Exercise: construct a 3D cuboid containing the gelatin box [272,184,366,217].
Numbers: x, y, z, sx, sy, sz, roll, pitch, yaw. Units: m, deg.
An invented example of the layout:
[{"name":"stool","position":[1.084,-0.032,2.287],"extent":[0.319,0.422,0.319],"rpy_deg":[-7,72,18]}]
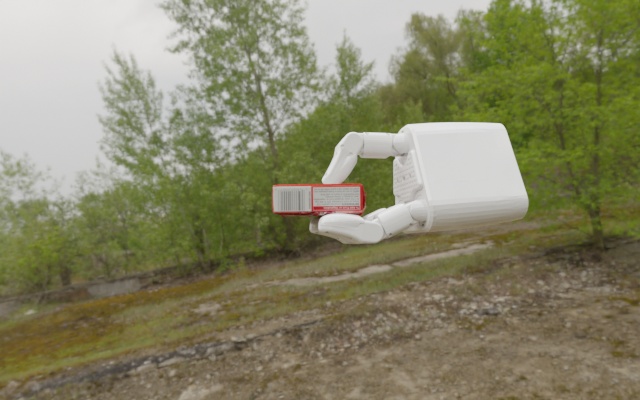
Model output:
[{"name":"gelatin box","position":[0.000,0.001,0.483],"extent":[0.089,0.030,0.073],"rpy_deg":[-1,-4,3]}]
